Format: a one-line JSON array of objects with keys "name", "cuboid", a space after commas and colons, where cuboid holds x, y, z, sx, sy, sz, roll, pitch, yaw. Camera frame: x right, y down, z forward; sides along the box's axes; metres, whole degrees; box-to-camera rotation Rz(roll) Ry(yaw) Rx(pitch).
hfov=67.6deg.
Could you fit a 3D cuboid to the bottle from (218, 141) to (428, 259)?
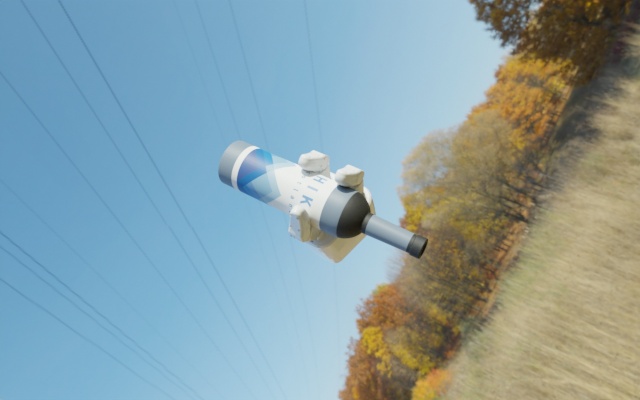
[{"name": "bottle", "cuboid": [0.000, 0.002, 0.631, 0.295, 0.069, 0.069, 24, 9, 21]}]
